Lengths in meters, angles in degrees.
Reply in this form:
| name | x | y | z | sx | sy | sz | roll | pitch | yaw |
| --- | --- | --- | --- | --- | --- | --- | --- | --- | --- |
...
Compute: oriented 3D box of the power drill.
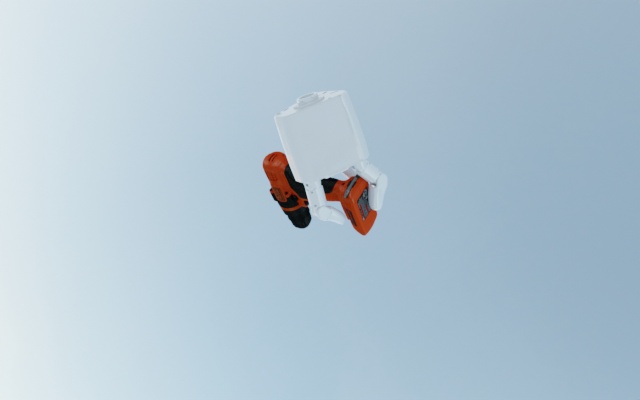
| name | x | y | z | sx | sy | sz | roll | pitch | yaw |
| --- | --- | --- | --- | --- | --- | --- | --- | --- | --- |
| power drill | 0.000 | 0.003 | 0.824 | 0.187 | 0.057 | 0.185 | 13 | -33 | 30 |
